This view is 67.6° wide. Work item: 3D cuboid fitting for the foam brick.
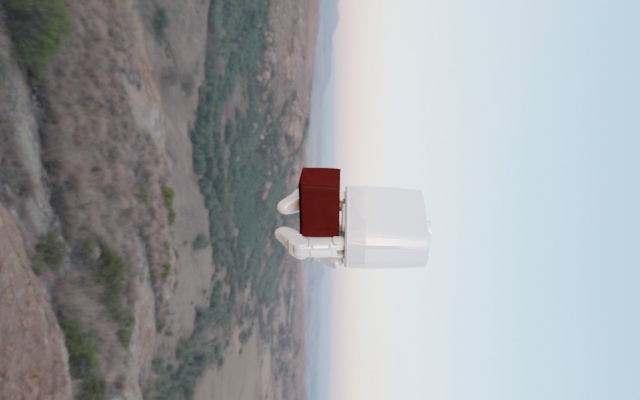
[{"bbox_3d":[0.000,0.002,0.617,0.051,0.078,0.053,2,30,3],"label":"foam brick"}]
